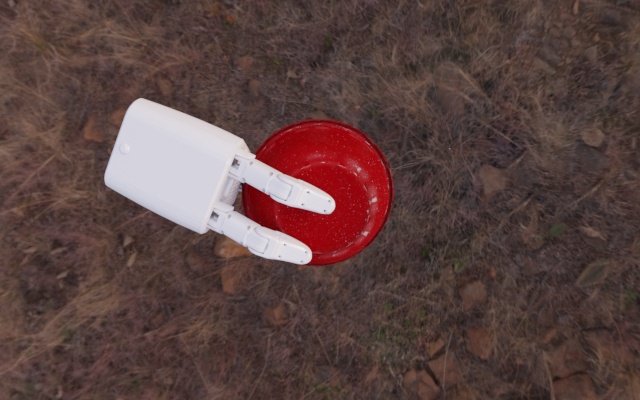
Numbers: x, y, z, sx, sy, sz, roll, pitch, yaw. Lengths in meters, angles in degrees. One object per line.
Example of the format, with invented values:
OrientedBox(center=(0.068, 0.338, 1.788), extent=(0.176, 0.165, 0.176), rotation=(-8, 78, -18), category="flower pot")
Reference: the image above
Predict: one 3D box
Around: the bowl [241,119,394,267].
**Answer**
OrientedBox(center=(0.001, 0.002, 0.481), extent=(0.162, 0.162, 0.055), rotation=(0, 15, -5), category="bowl")
